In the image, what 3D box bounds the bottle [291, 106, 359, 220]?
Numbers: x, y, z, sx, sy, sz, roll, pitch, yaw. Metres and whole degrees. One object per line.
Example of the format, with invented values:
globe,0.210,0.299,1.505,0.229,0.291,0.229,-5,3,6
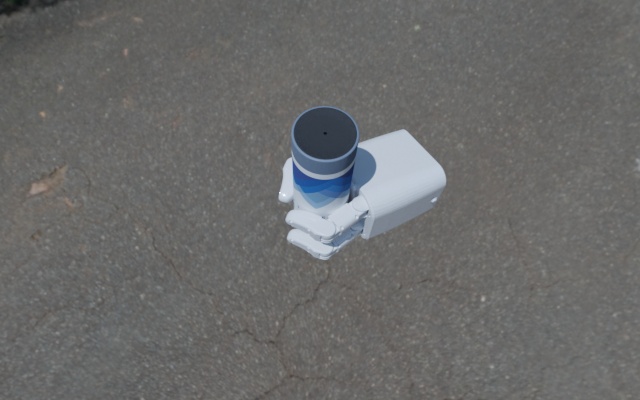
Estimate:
bottle,0.000,0.002,0.593,0.069,0.069,0.296,0,-27,-2
